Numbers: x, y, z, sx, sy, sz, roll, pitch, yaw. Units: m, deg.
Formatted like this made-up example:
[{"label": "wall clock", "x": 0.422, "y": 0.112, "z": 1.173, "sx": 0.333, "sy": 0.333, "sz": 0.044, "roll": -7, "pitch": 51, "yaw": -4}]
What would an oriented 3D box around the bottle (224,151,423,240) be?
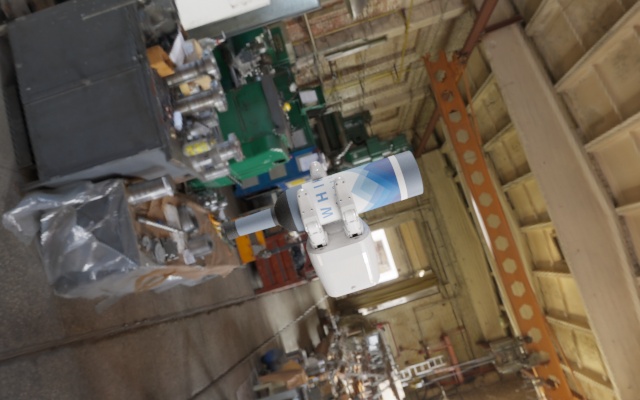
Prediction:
[{"label": "bottle", "x": 0.000, "y": 0.002, "z": 0.709, "sx": 0.296, "sy": 0.069, "sz": 0.069, "roll": -18, "pitch": -1, "yaw": 2}]
